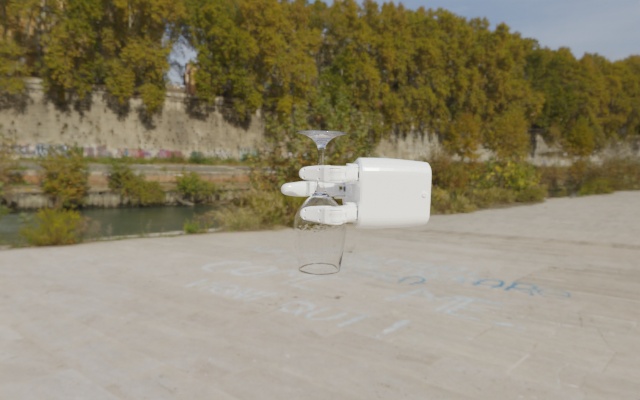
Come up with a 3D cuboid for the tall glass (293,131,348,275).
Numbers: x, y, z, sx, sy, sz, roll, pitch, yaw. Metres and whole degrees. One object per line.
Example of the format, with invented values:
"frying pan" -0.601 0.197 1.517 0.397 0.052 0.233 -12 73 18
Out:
"tall glass" 0.000 0.002 0.689 0.079 0.201 0.079 1 5 0
